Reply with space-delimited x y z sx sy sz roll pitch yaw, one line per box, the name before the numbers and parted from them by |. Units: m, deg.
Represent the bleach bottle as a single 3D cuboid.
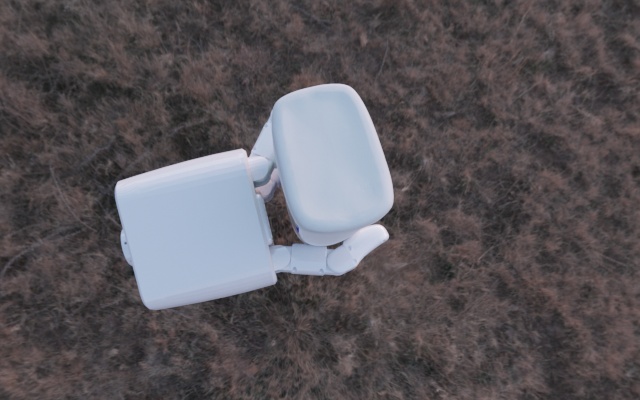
bleach bottle | 0.000 0.001 0.418 0.068 0.102 0.251 -14 -14 -6
